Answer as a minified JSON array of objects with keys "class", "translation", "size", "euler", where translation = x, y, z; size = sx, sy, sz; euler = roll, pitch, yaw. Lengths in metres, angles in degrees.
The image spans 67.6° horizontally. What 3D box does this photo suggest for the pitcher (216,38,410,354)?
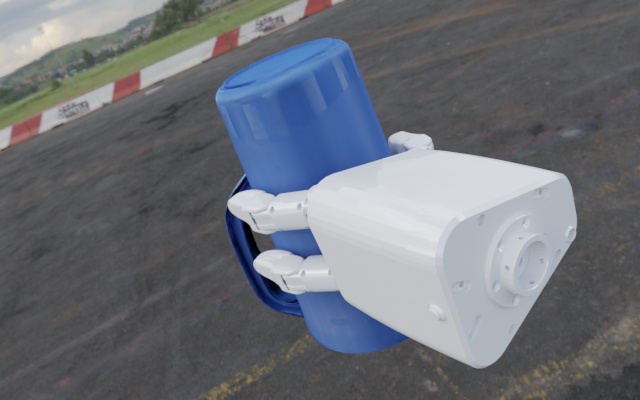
[{"class":"pitcher","translation":[0.000,0.001,0.407],"size":[0.149,0.243,0.145],"euler":[-33,27,-22]}]
